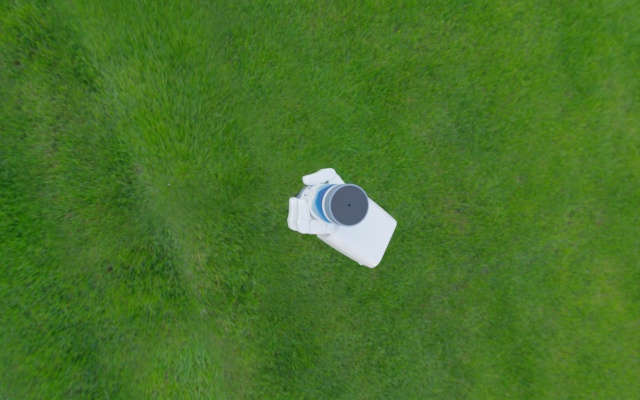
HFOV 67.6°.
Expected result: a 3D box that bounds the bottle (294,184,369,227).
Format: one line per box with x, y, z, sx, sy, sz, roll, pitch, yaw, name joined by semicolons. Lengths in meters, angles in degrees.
0.000;0.003;0.872;0.069;0.069;0.295;0;2;-18;bottle
